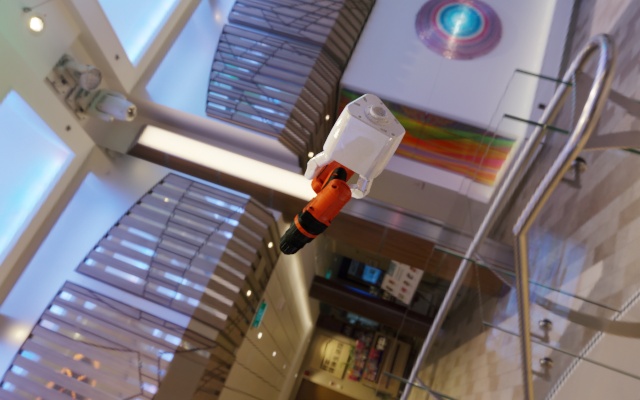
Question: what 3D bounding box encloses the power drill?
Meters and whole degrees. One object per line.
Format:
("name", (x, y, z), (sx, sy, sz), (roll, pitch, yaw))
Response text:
("power drill", (0.000, 0.003, 0.898), (0.057, 0.184, 0.187), (38, 30, -11))
